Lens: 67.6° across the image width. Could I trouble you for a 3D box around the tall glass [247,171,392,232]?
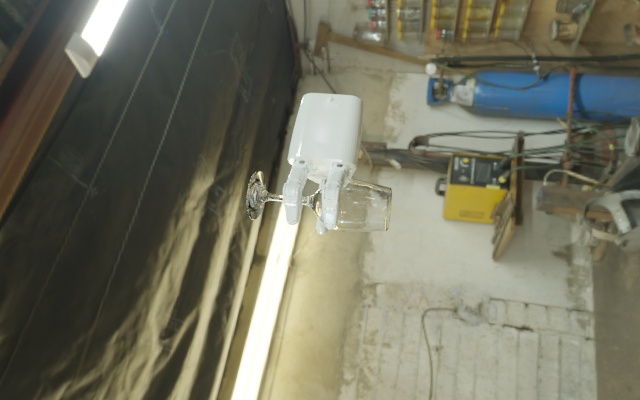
[{"bbox_3d":[-0.001,0.002,0.694,0.201,0.079,0.079,6,1,13],"label":"tall glass"}]
